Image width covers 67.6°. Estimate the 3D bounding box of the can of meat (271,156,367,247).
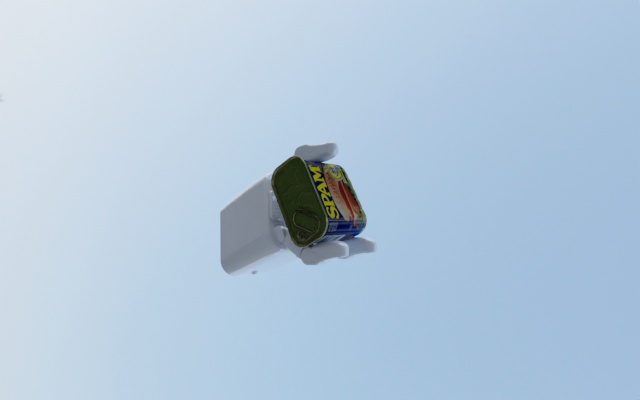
[{"bbox_3d":[0.000,0.002,0.569,0.057,0.102,0.084,-35,-22,33],"label":"can of meat"}]
